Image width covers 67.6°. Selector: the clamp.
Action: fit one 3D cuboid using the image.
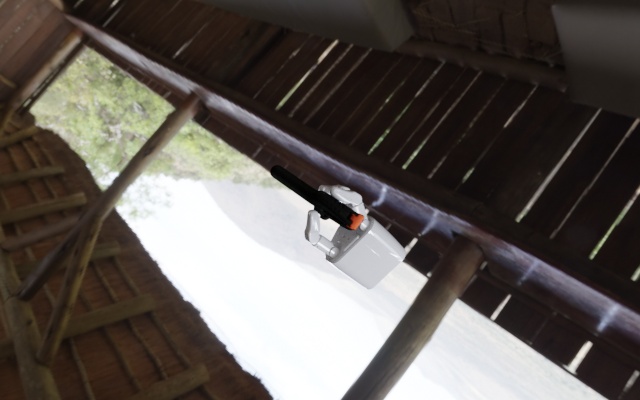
[{"bbox_3d":[0.000,0.004,0.839,0.165,0.036,0.210,40,-7,-27],"label":"clamp"}]
